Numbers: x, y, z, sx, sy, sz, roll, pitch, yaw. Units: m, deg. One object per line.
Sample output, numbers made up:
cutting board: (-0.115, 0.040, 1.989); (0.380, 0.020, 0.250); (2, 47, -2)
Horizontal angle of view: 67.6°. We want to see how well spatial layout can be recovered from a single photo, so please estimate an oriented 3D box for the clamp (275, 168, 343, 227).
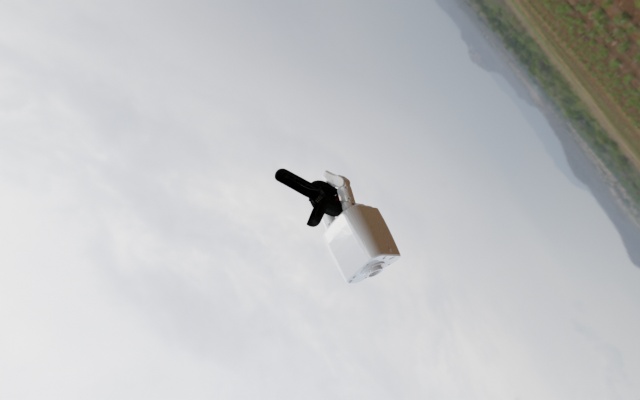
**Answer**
clamp: (0.000, 0.003, 0.852); (0.039, 0.120, 0.171); (-40, -29, 28)
